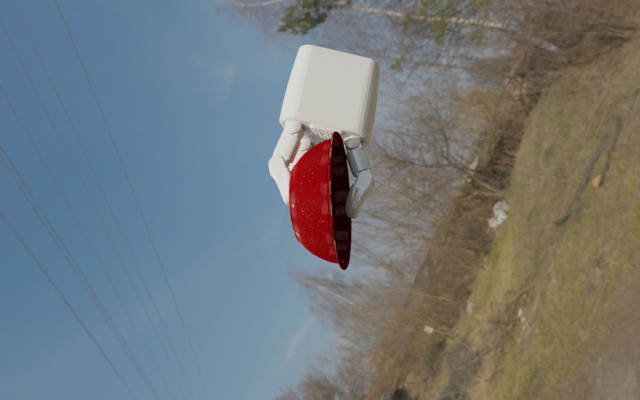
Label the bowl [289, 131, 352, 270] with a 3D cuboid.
[{"bbox_3d":[0.000,0.003,0.560,0.055,0.162,0.162,-4,-1,10],"label":"bowl"}]
